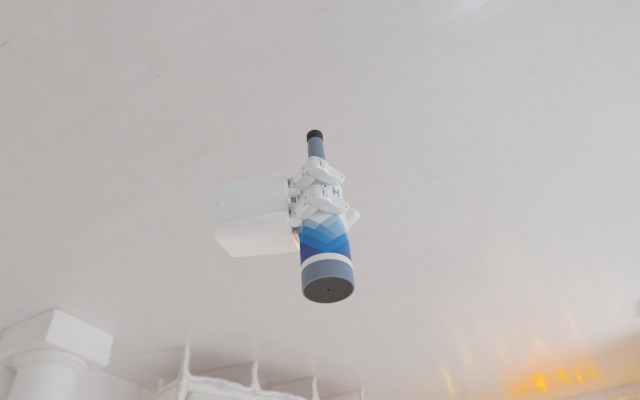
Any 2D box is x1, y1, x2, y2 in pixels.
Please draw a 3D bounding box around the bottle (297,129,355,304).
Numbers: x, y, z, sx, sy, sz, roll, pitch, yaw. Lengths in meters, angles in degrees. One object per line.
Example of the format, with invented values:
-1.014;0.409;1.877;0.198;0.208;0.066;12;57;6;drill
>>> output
0.000;0.002;0.690;0.069;0.295;0.069;-3;-42;-3;bottle
